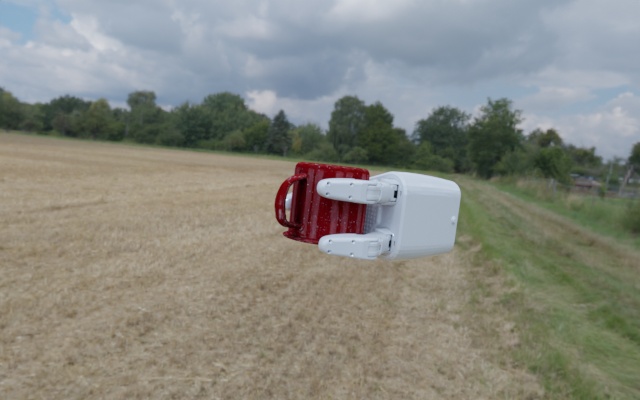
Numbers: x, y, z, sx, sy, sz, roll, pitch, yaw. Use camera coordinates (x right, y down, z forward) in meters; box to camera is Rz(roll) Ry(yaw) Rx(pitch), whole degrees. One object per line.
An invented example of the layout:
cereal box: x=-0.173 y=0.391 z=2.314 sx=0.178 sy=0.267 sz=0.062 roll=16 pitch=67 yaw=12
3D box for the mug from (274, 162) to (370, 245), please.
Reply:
mug: x=-0.001 y=0.001 z=0.511 sx=0.117 sy=0.081 sz=0.093 roll=3 pitch=5 yaw=-40
